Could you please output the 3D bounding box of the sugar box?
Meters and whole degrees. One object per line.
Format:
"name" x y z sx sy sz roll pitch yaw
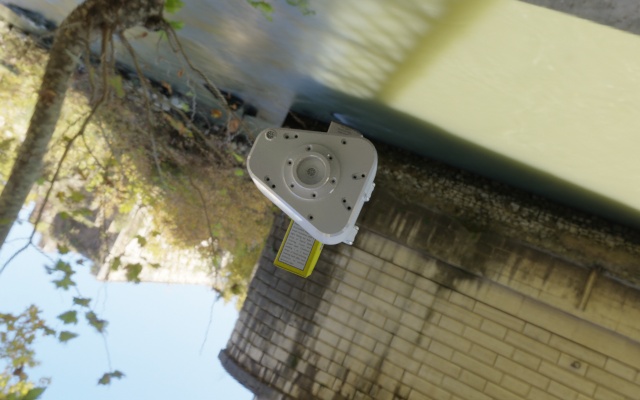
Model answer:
"sugar box" 0.001 0.002 0.573 0.048 0.176 0.093 24 -5 4
